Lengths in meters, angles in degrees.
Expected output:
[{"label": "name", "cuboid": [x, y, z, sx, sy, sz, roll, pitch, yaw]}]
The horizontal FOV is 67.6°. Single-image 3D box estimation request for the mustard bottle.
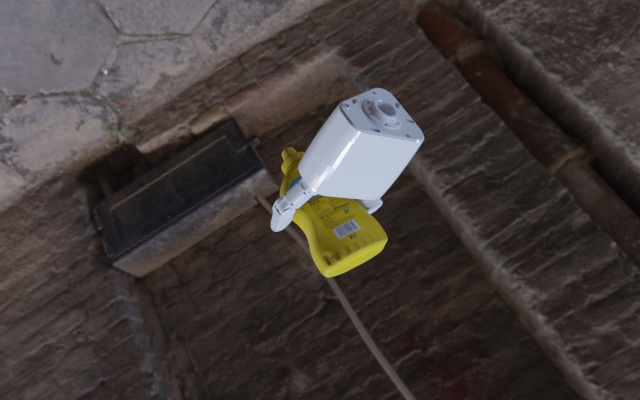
[{"label": "mustard bottle", "cuboid": [0.000, 0.003, 0.643, 0.096, 0.191, 0.058, -25, -25, -19]}]
